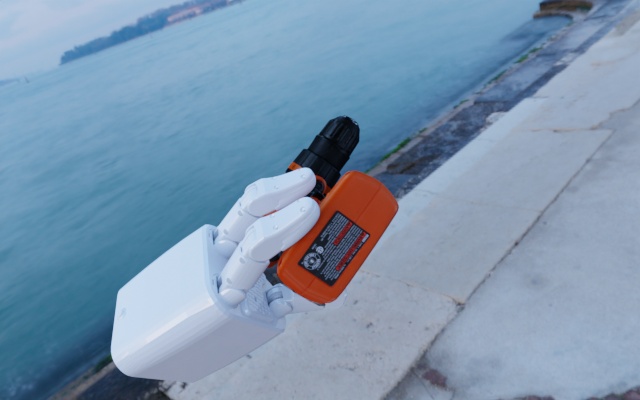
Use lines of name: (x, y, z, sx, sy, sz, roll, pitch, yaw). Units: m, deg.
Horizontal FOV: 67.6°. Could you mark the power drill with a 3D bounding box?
power drill: (0.000, 0.002, 0.441, 0.057, 0.184, 0.187, 34, 0, -18)
